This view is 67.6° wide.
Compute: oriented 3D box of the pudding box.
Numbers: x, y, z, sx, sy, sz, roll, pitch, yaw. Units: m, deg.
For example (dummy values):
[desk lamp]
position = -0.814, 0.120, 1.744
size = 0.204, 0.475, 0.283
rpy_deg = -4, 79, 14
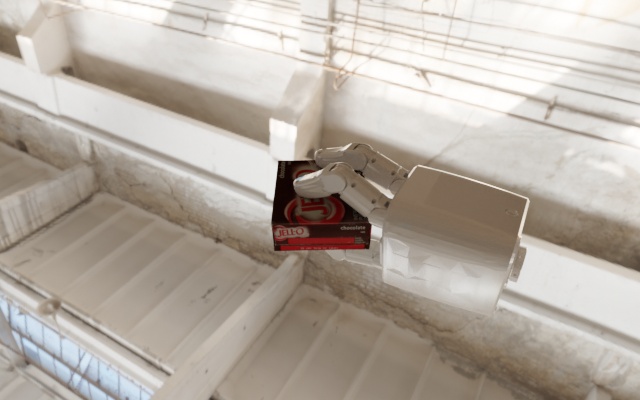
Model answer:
[pudding box]
position = 0.000, 0.002, 0.469
size = 0.090, 0.039, 0.113
rpy_deg = 0, 33, -1
